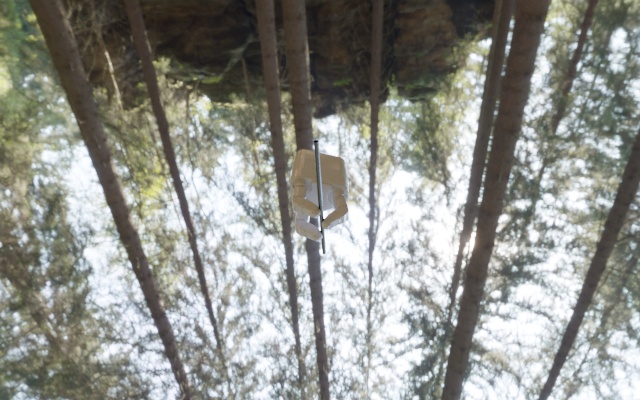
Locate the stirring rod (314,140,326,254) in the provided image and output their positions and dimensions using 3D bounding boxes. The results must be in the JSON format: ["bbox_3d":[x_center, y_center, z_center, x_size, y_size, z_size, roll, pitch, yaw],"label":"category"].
[{"bbox_3d":[0.000,0.003,0.822,0.011,0.240,0.011,-3,37,2],"label":"stirring rod"}]
